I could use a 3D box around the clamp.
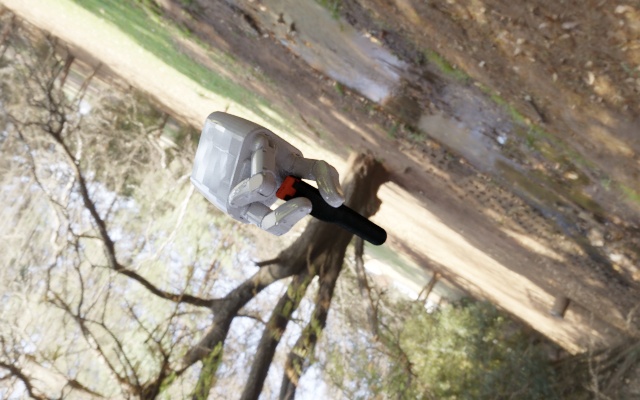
[{"bbox_3d":[0.000,0.002,0.590,0.120,0.039,0.171,29,-1,44],"label":"clamp"}]
